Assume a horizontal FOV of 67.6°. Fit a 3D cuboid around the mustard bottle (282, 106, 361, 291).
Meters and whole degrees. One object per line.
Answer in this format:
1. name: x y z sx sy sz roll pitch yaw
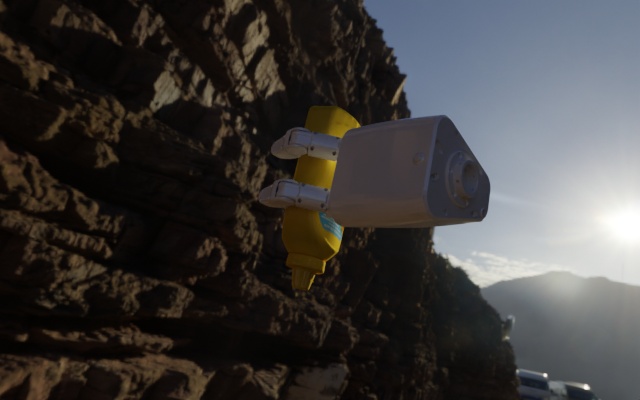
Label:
1. mustard bottle: 0.000 0.001 0.519 0.058 0.191 0.096 6 -17 23
